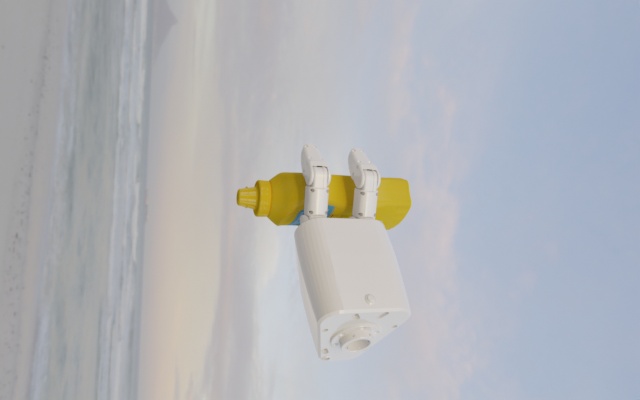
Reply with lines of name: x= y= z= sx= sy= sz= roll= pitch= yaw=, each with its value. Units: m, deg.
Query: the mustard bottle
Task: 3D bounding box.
mustard bottle: x=0.000 y=0.002 z=0.550 sx=0.191 sy=0.058 sz=0.096 roll=3 pitch=-18 yaw=-20
